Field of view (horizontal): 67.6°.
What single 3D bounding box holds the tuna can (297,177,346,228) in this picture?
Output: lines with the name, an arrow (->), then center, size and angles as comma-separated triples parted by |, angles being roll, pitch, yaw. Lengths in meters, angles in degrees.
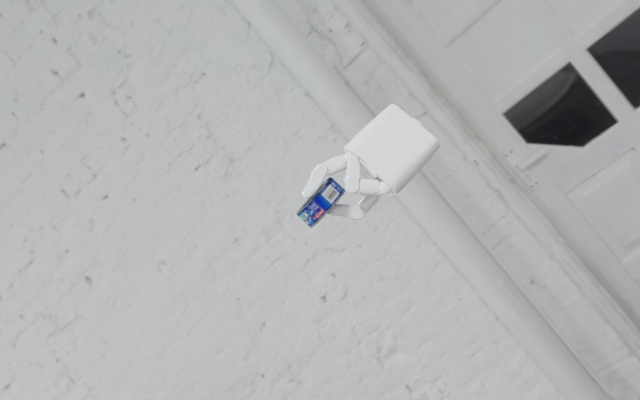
tuna can -> 0.000, 0.002, 0.784 | 0.034, 0.086, 0.086 | 42, -4, -5
